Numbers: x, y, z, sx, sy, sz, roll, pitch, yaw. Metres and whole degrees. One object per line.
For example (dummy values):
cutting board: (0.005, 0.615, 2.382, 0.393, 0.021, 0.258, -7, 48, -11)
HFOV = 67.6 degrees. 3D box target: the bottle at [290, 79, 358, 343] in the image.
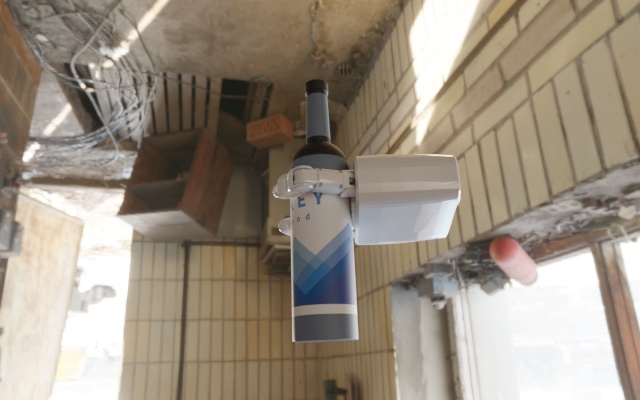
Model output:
bottle: (0.000, 0.002, 0.526, 0.069, 0.295, 0.069, -2, -18, -1)
